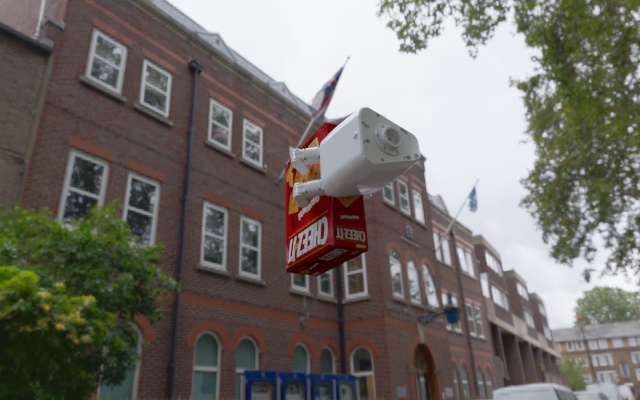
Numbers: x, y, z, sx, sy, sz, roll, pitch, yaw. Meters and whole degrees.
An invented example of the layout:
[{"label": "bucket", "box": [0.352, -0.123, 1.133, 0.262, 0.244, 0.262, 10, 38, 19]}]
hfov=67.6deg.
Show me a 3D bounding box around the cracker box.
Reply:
[{"label": "cracker box", "box": [0.000, 0.003, 0.805, 0.072, 0.213, 0.164, 10, -27, -27]}]
